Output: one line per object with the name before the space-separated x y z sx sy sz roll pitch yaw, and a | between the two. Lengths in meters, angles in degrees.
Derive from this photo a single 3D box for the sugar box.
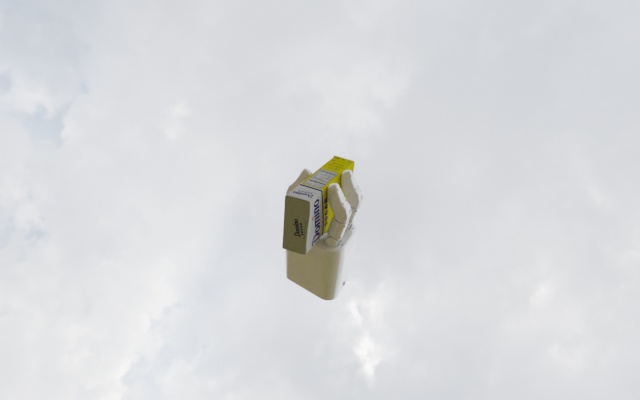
sugar box | 0.001 0.003 0.752 0.048 0.093 0.176 15 30 17
